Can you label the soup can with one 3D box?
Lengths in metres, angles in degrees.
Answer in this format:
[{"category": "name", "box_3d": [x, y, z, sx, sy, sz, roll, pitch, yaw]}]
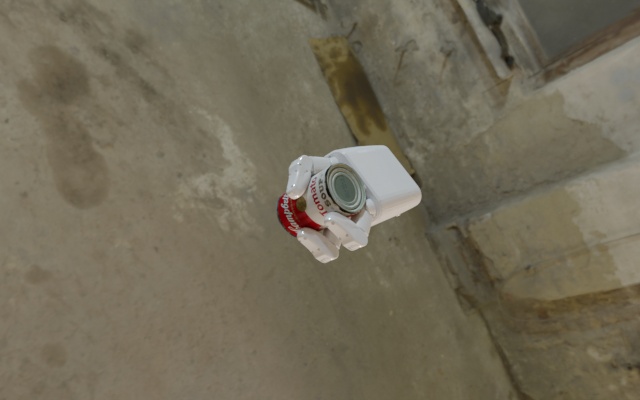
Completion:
[{"category": "soup can", "box_3d": [0.000, 0.002, 0.609, 0.068, 0.068, 0.102, 0, -20, -43]}]
